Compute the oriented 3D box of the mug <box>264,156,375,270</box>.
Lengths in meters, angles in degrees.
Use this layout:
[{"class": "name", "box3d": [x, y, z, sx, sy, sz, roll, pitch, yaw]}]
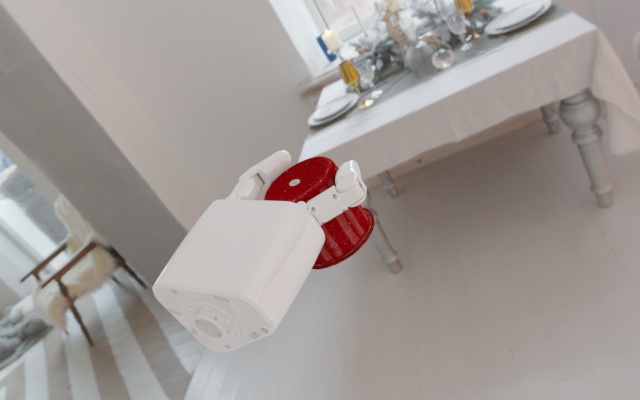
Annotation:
[{"class": "mug", "box3d": [0.001, 0.001, 0.498, 0.093, 0.081, 0.117, -14, 33, 34]}]
